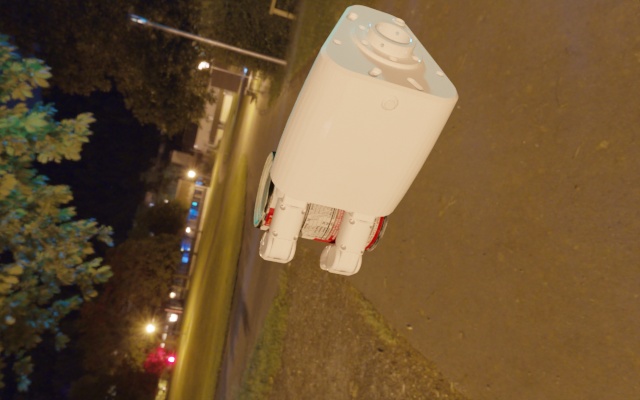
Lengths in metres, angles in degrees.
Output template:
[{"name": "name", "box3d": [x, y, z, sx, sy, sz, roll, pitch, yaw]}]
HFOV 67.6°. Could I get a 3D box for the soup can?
[{"name": "soup can", "box3d": [0.000, 0.002, 0.410, 0.102, 0.068, 0.068, 12, -3, -14]}]
